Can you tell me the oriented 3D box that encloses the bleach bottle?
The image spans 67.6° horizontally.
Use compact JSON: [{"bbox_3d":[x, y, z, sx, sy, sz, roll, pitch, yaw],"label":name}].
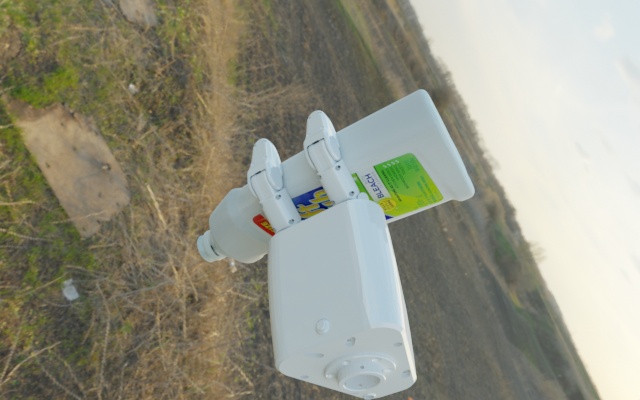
[{"bbox_3d":[0.000,0.001,0.433,0.251,0.068,0.103,-26,-49,19],"label":"bleach bottle"}]
